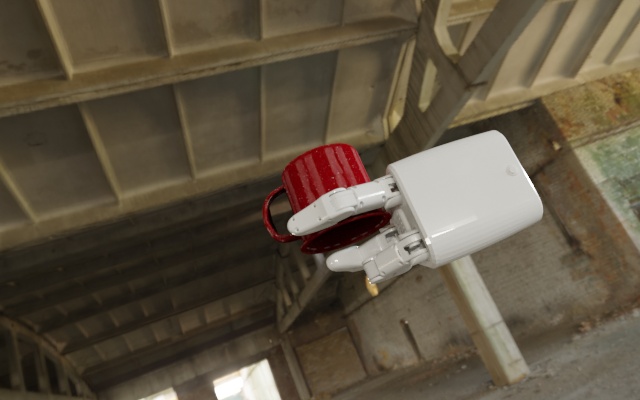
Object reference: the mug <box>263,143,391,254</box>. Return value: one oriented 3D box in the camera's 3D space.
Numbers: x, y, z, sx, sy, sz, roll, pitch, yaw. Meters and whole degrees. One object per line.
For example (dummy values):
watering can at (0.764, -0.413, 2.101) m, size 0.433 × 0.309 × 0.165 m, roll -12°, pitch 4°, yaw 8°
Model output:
mug at (-0.001, 0.002, 0.469) m, size 0.117 × 0.081 × 0.093 m, roll -20°, pitch -18°, yaw -4°
